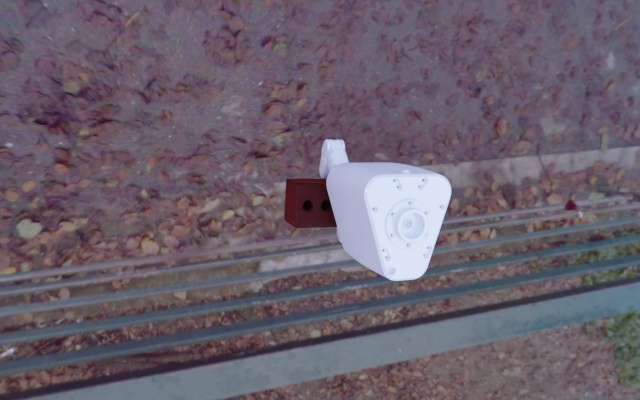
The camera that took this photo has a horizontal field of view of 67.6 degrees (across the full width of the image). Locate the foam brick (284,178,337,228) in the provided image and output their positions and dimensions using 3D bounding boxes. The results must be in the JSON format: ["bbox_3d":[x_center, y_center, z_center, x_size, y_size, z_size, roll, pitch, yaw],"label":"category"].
[{"bbox_3d":[0.000,0.002,0.573,0.078,0.053,0.051,-1,10,-17],"label":"foam brick"}]
